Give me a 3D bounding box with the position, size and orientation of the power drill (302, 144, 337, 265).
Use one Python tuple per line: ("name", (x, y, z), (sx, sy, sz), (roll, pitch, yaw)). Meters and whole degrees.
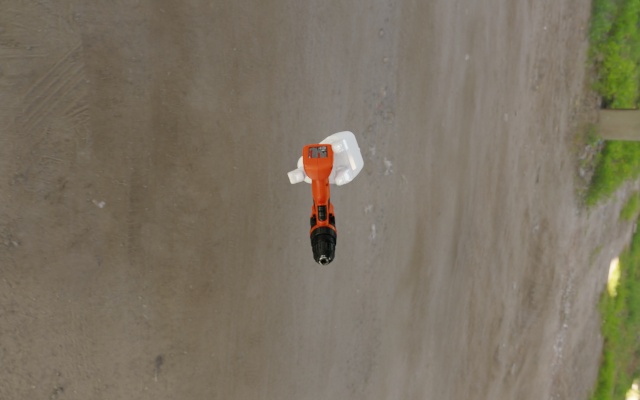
("power drill", (0.000, 0.002, 0.890), (0.057, 0.188, 0.184), (-3, 32, -1))
